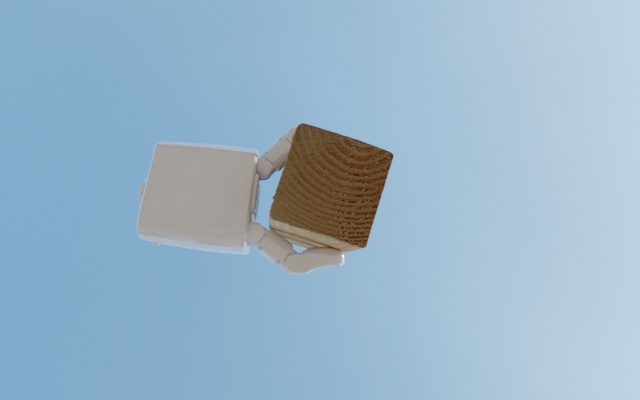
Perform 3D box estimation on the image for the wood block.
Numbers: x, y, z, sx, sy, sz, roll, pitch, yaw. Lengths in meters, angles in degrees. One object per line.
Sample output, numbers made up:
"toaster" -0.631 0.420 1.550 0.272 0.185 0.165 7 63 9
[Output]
"wood block" 0.000 0.001 0.508 0.090 0.091 0.206 18 -10 -3
